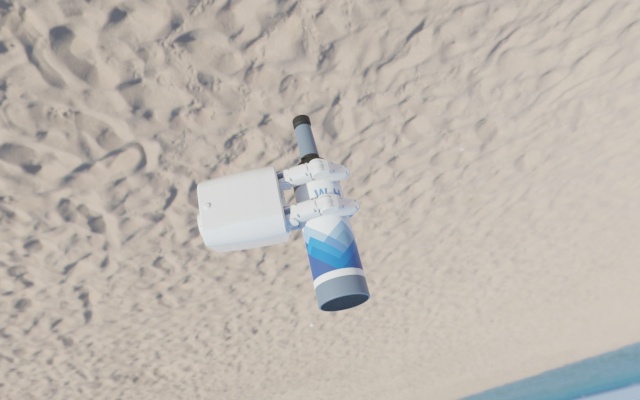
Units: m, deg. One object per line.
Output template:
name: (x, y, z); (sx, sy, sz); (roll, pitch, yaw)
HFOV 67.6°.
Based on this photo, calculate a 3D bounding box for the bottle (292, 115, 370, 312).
bottle: (0.000, 0.002, 0.667); (0.069, 0.295, 0.069); (-10, -28, -6)
